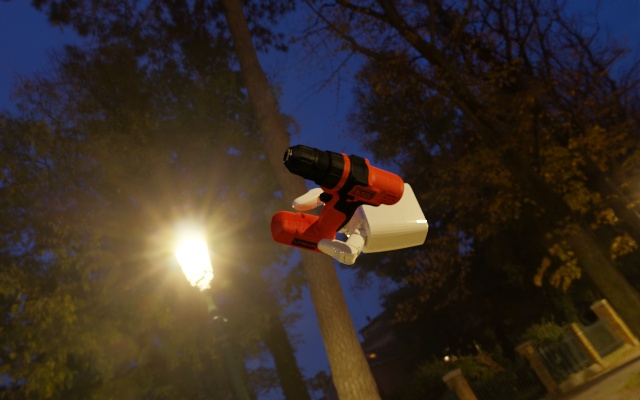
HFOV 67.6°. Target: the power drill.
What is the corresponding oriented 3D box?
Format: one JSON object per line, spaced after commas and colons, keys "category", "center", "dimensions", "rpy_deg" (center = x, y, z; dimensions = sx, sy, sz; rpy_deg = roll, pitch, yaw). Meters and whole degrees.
{"category": "power drill", "center": [0.000, 0.003, 0.693], "dimensions": [0.184, 0.057, 0.188], "rpy_deg": [18, -40, -25]}
